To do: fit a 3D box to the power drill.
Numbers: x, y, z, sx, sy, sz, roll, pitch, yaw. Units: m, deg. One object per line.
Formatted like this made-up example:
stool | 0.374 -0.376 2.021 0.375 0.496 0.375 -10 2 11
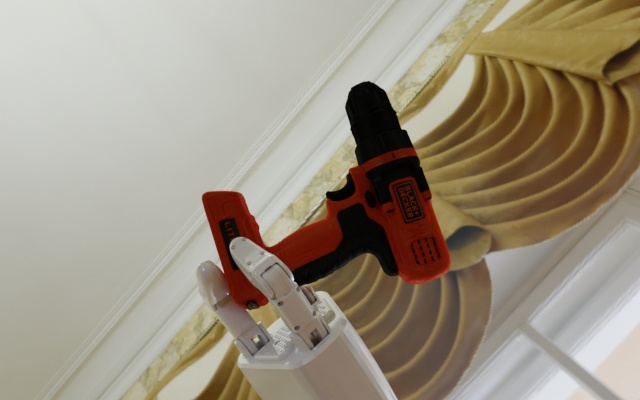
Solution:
power drill | 0.000 0.002 0.410 0.187 0.184 0.057 -18 -12 -3
